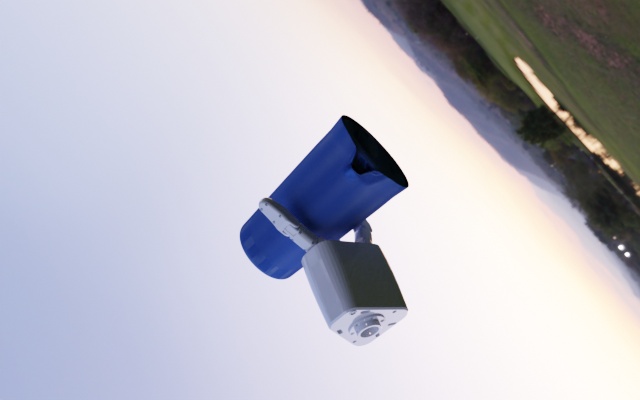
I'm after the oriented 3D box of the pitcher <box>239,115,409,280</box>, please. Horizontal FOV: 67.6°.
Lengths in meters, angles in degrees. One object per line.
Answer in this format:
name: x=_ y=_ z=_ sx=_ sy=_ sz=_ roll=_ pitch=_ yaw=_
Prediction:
pitcher: x=0.000 y=0.002 z=0.699 sx=0.243 sy=0.145 sz=0.149 roll=-42 pitch=-43 yaw=20
